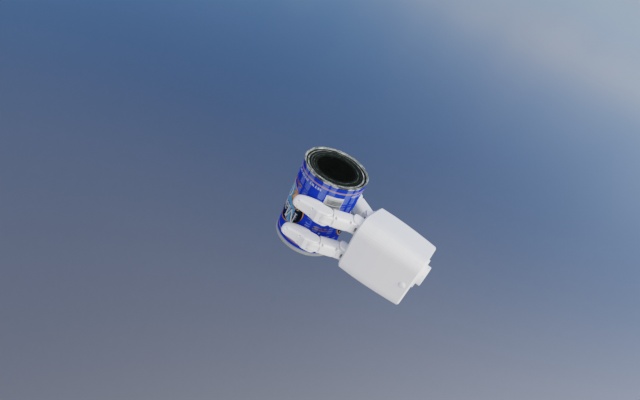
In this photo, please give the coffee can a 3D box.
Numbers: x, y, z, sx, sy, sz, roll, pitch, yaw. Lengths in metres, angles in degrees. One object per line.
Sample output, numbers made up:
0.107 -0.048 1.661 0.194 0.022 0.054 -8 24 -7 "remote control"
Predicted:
0.000 0.002 0.747 0.103 0.140 0.102 17 35 -12 "coffee can"
